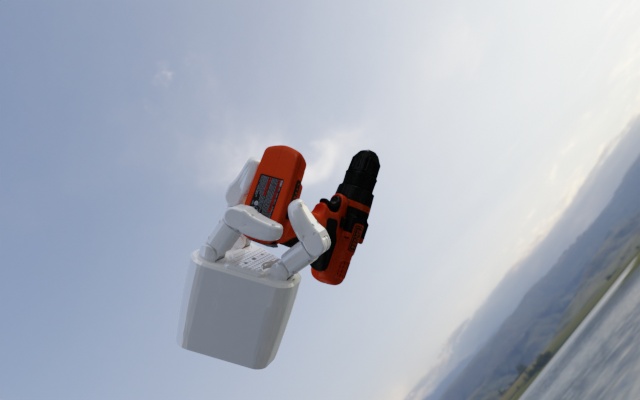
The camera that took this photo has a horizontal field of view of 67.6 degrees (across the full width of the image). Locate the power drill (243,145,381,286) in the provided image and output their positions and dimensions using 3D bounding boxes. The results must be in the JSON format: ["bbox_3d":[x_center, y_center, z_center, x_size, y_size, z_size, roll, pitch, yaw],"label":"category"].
[{"bbox_3d":[0.000,0.002,0.569,0.057,0.184,0.188,13,-9,38],"label":"power drill"}]
